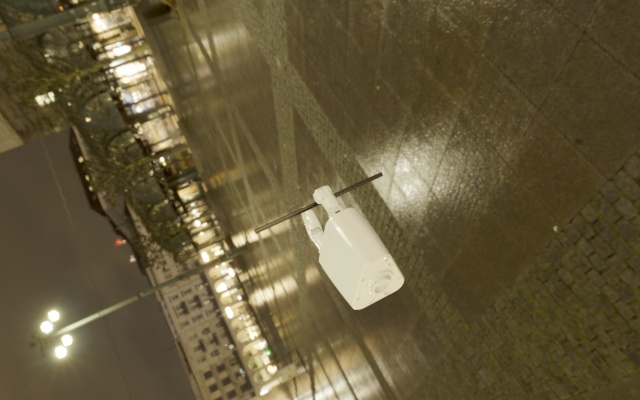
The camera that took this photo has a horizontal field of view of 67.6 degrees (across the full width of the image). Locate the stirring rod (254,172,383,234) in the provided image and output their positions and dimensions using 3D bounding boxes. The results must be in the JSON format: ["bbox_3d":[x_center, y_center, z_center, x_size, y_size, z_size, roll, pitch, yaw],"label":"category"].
[{"bbox_3d":[0.000,0.003,0.801,0.239,0.011,0.011,-25,6,-13],"label":"stirring rod"}]
